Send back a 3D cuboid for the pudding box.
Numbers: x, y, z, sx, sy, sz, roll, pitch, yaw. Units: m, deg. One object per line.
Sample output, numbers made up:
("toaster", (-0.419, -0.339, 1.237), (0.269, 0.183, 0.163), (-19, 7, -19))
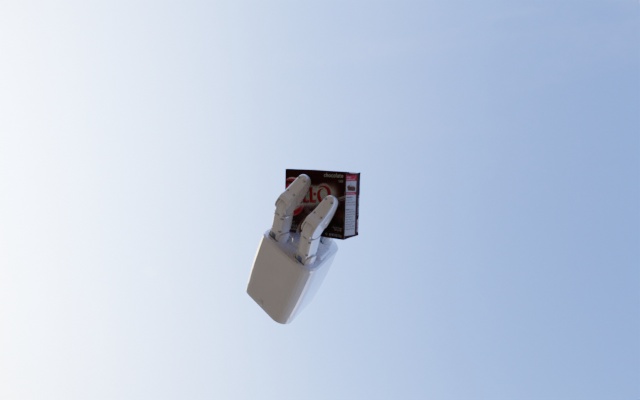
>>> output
("pudding box", (0.000, 0.002, 0.658), (0.113, 0.090, 0.039), (5, 7, 38))
